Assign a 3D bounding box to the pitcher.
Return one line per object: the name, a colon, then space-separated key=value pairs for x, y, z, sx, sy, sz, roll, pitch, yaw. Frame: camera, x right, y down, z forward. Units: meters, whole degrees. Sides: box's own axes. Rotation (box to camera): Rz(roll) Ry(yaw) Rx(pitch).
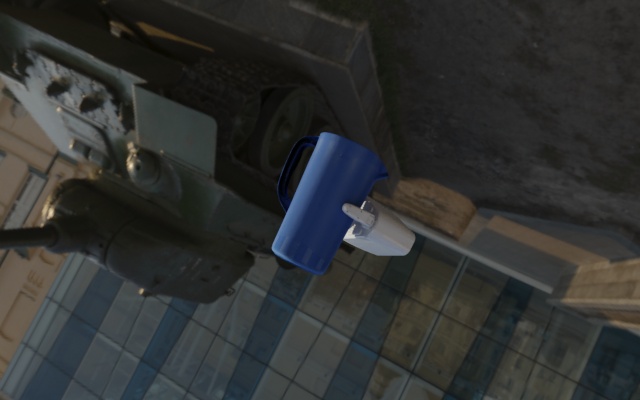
pitcher: x=0.000 y=0.003 z=0.880 sx=0.145 sy=0.243 sz=0.149 roll=29 pitch=-5 yaw=-29
